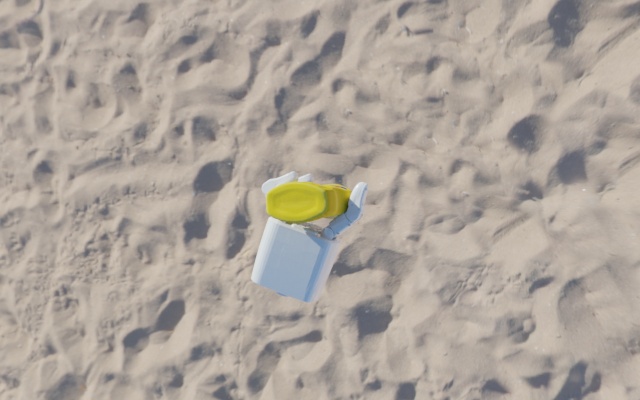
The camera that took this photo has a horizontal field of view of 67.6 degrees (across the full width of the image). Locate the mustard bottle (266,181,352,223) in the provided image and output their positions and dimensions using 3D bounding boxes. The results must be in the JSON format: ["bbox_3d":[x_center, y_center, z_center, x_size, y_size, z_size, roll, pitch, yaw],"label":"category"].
[{"bbox_3d":[0.000,0.002,0.738,0.096,0.058,0.191,-4,-1,22],"label":"mustard bottle"}]
